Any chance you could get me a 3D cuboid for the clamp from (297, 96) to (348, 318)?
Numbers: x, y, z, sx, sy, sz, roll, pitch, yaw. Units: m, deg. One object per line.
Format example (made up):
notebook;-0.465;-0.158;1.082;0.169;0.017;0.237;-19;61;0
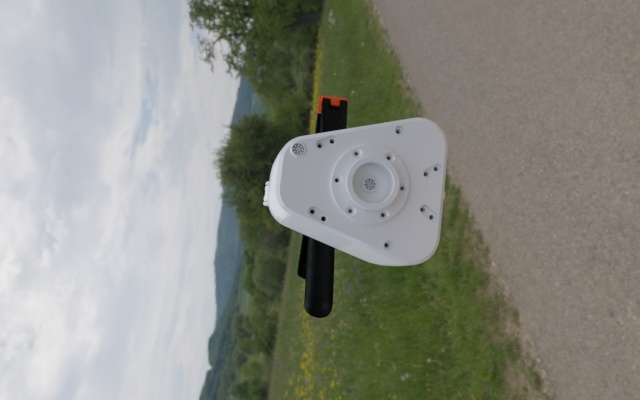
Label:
clamp;-0.001;0.001;0.492;0.036;0.210;0.164;6;-4;-7
